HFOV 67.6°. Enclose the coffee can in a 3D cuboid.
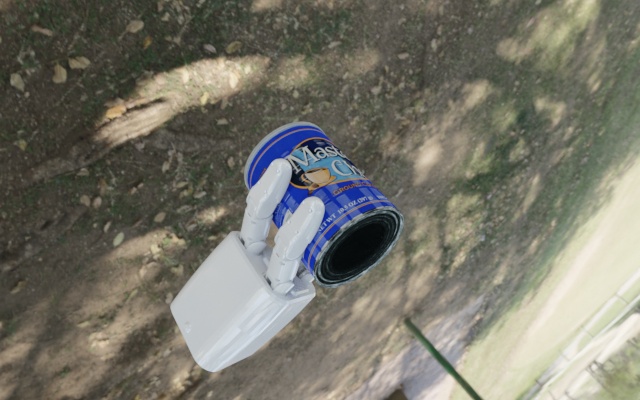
[{"bbox_3d":[0.000,0.001,0.482,0.103,0.103,0.140,0,40,-44],"label":"coffee can"}]
